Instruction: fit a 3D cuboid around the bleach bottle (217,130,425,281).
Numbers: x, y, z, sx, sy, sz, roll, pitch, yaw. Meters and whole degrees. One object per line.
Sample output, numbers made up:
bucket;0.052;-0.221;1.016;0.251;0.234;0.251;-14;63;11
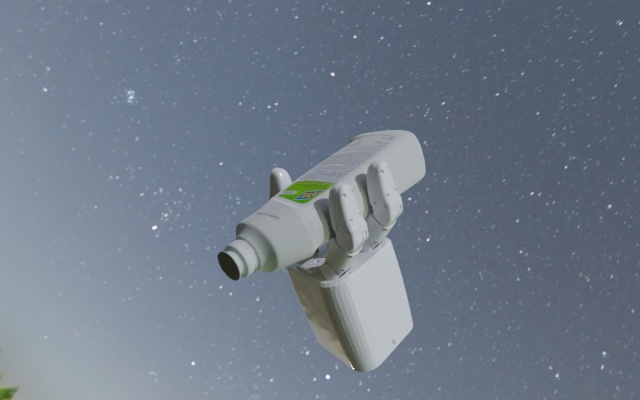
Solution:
bleach bottle;0.000;0.002;0.477;0.102;0.068;0.250;-1;24;46
